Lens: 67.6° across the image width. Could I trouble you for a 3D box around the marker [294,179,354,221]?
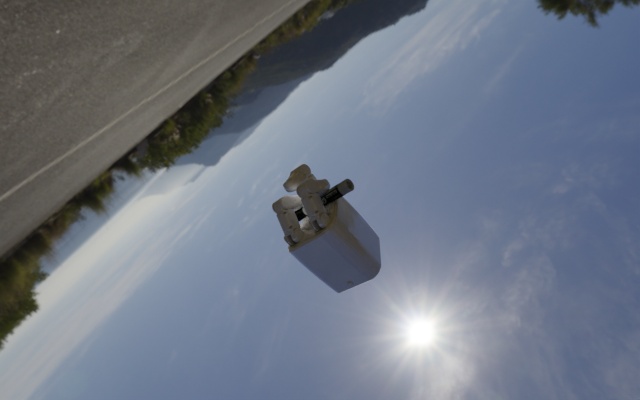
[{"bbox_3d":[0.000,0.002,0.699,0.121,0.020,0.020,-31,-20,38],"label":"marker"}]
